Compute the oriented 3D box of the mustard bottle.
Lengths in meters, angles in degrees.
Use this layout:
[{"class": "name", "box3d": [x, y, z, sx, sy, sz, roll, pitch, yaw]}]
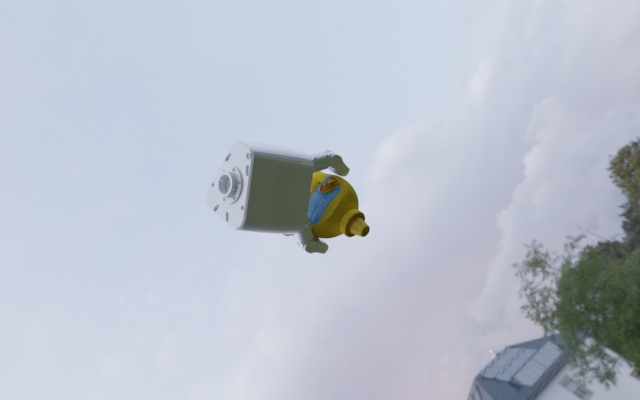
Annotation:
[{"class": "mustard bottle", "box3d": [0.000, 0.002, 0.719, 0.191, 0.096, 0.058, 33, -5, 39]}]
